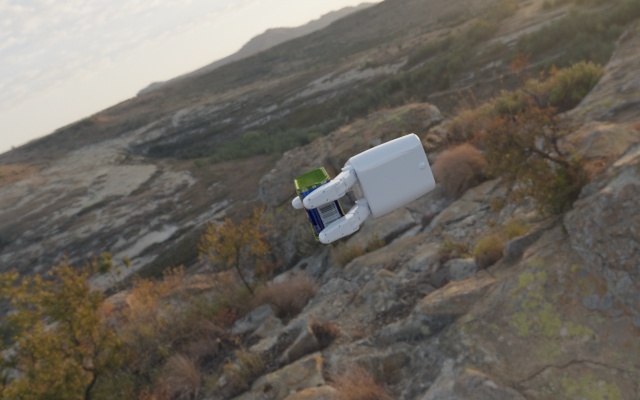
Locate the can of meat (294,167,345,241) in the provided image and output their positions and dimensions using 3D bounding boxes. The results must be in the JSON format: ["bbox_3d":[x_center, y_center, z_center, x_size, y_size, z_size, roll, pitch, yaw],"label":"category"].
[{"bbox_3d":[0.000,0.002,0.722,0.057,0.084,0.102,-23,16,-1],"label":"can of meat"}]
